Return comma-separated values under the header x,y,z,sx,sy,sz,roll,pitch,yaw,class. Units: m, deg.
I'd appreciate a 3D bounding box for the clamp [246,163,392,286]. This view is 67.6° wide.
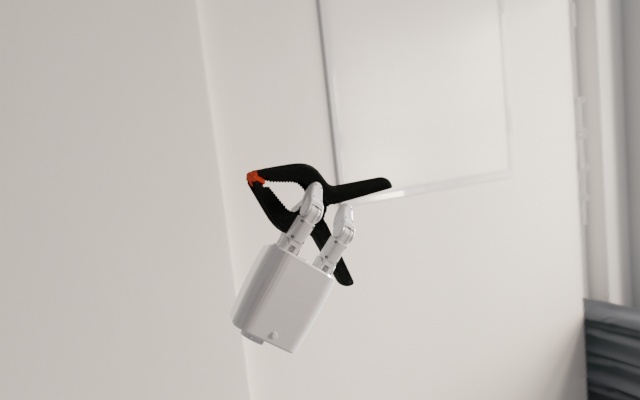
x,y,z,sx,sy,sz,roll,pitch,yaw,class
-0.001,0.002,0.645,0.210,0.164,0.036,34,-12,-26,clamp
